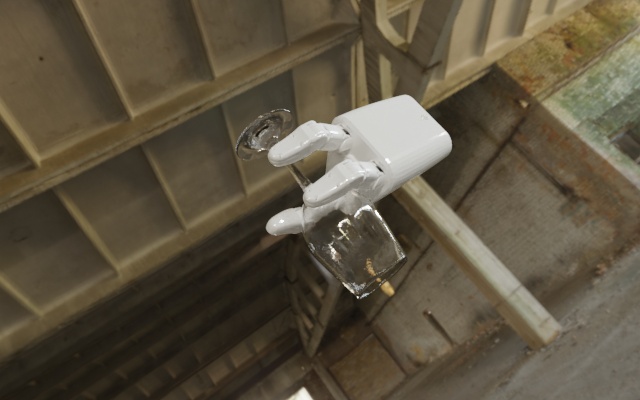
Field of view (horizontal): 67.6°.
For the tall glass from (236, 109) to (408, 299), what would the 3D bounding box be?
[{"bbox_3d":[0.000,0.001,0.484,0.079,0.201,0.079,-34,-20,-14],"label":"tall glass"}]
